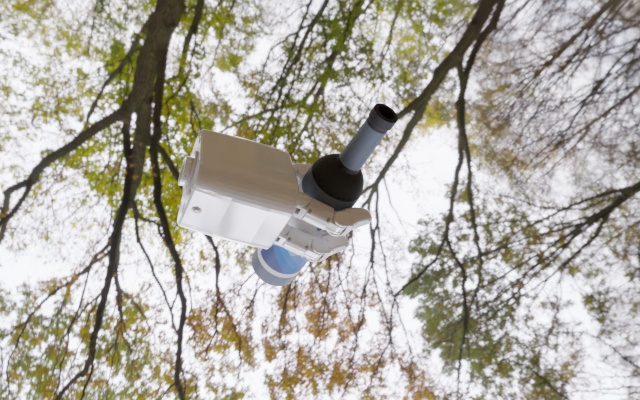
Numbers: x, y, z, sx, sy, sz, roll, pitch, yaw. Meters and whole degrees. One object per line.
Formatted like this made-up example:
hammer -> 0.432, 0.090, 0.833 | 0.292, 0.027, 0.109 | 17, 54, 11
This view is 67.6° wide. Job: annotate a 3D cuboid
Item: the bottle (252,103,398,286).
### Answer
bottle -> 0.000, 0.002, 0.569 | 0.069, 0.069, 0.296 | 0, -37, -34
